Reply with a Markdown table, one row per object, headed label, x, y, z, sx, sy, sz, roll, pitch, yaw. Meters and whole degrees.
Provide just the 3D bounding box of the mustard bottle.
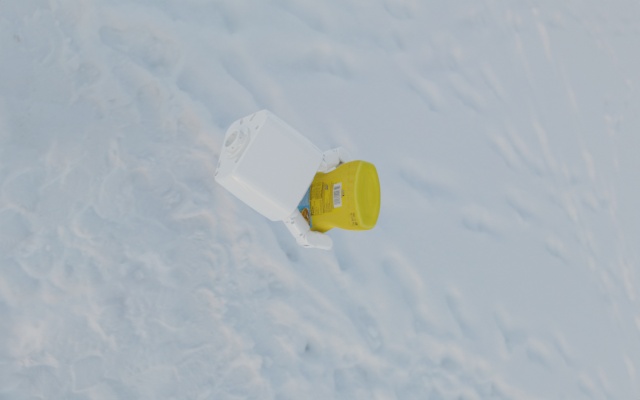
| label | x | y | z | sx | sy | sz | roll | pitch | yaw |
| --- | --- | --- | --- | --- | --- | --- | --- | --- | --- |
| mustard bottle | 0.001 | 0.002 | 0.713 | 0.058 | 0.096 | 0.191 | 7 | -12 | -43 |
